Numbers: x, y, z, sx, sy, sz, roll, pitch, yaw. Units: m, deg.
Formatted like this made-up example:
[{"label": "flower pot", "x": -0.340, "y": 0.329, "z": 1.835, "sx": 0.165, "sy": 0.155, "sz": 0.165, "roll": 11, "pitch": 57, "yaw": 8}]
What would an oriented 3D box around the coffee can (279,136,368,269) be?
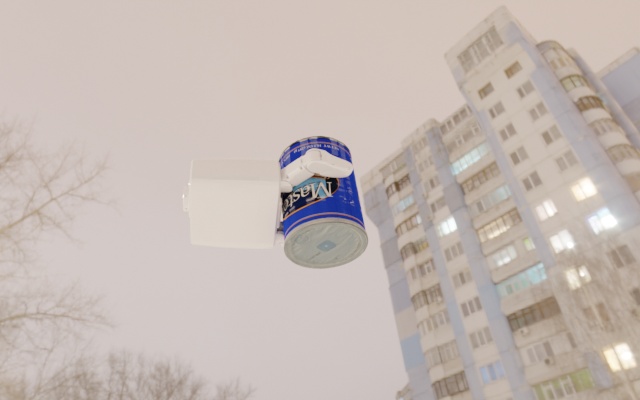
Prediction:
[{"label": "coffee can", "x": 0.000, "y": 0.002, "z": 0.617, "sx": 0.103, "sy": 0.140, "sz": 0.103, "roll": -5, "pitch": -38, "yaw": -4}]
